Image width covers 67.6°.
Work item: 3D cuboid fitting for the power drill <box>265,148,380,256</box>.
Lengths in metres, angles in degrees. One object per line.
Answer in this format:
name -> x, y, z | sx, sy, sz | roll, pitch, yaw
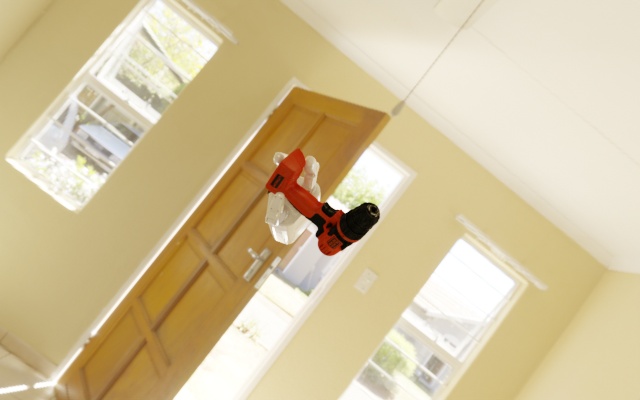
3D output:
power drill -> 0.000, 0.002, 0.822 | 0.057, 0.187, 0.184 | -42, -2, -36
